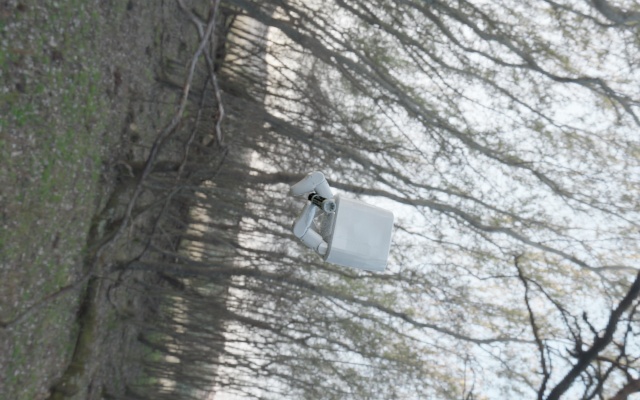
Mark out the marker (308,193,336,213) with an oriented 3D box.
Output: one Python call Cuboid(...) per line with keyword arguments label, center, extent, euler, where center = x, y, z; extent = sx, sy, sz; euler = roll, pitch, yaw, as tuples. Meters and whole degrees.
Cuboid(label="marker", center=(0.000, 0.002, 0.742), extent=(0.020, 0.020, 0.121), euler=(0, 6, -13))
